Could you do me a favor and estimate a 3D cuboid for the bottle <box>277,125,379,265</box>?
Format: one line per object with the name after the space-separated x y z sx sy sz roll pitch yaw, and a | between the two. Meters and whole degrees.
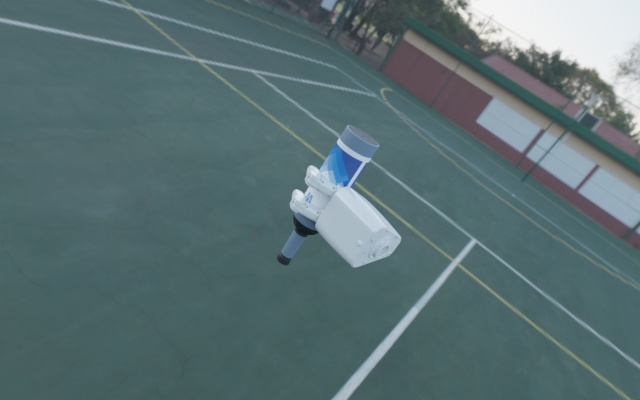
0.000 0.003 0.884 0.069 0.296 0.069 28 21 -12 | bottle
